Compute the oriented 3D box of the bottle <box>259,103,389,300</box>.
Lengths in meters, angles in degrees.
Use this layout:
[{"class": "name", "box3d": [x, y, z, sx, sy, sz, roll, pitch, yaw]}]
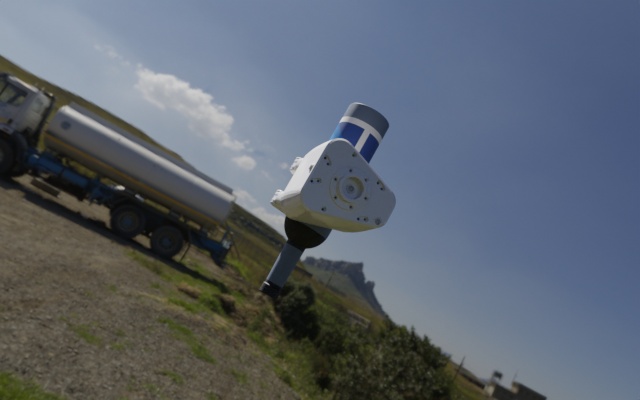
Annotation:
[{"class": "bottle", "box3d": [0.000, 0.002, 0.673, 0.069, 0.295, 0.069, 28, -11, 6]}]
